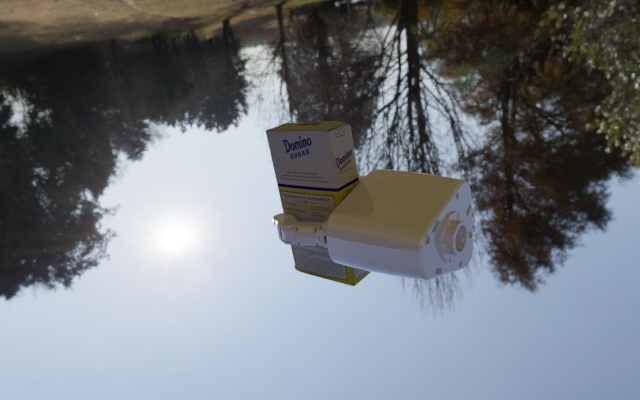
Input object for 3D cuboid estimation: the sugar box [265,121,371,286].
[{"bbox_3d":[0.001,0.002,0.534,0.093,0.176,0.048,8,24,39],"label":"sugar box"}]
